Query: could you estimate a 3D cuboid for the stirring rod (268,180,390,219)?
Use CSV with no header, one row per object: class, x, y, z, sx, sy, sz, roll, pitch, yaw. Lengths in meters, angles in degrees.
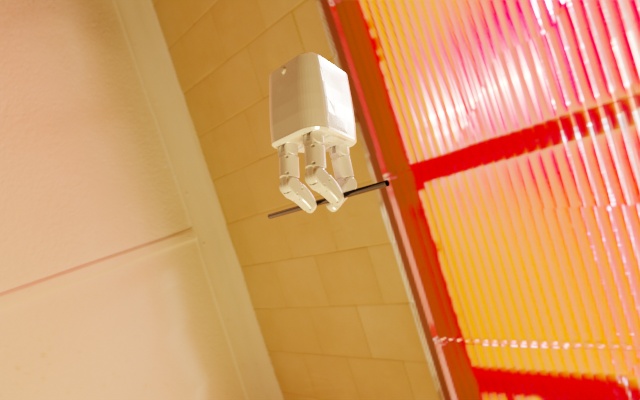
stirring rod,0.000,0.002,0.650,0.011,0.011,0.239,0,-11,-42
